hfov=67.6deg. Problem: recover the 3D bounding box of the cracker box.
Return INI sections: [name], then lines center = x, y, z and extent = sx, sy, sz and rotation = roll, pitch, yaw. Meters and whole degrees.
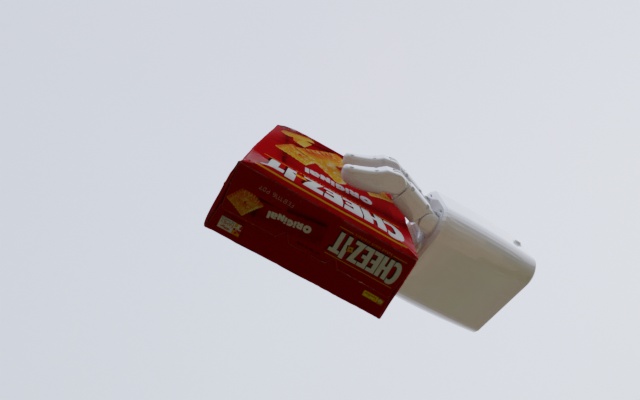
[cracker box]
center = 0.000, 0.002, 0.472
extent = 0.164, 0.072, 0.213
rotation = 28, 16, -5
